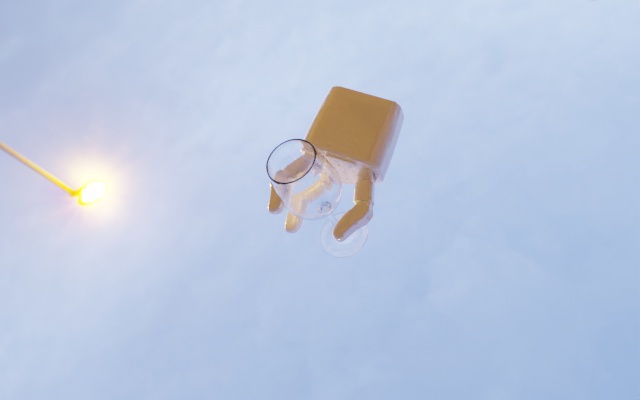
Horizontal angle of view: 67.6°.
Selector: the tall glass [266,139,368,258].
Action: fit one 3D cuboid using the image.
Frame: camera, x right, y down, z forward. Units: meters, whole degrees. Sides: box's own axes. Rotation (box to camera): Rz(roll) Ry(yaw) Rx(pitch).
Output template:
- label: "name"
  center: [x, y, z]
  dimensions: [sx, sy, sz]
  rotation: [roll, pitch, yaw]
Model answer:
- label: "tall glass"
  center: [0.000, 0.002, 0.620]
  dimensions: [0.079, 0.079, 0.201]
  rotation: [0, -28, 23]
